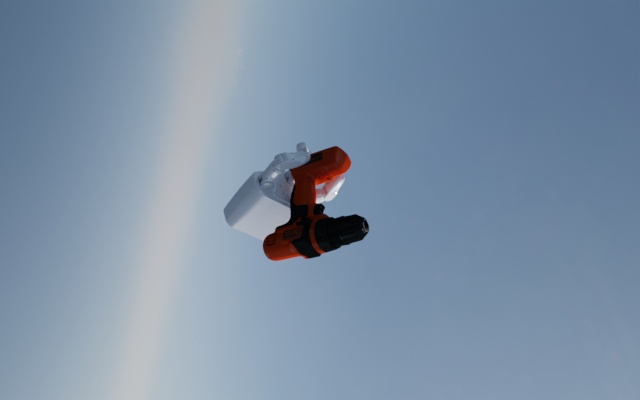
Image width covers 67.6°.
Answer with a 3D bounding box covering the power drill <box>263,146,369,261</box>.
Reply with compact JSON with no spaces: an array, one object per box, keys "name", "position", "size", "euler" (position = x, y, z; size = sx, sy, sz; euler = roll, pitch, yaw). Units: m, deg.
[{"name":"power drill","position":[0.000,0.002,0.761],"size":[0.184,0.187,0.057],"euler":[-15,-45,30]}]
